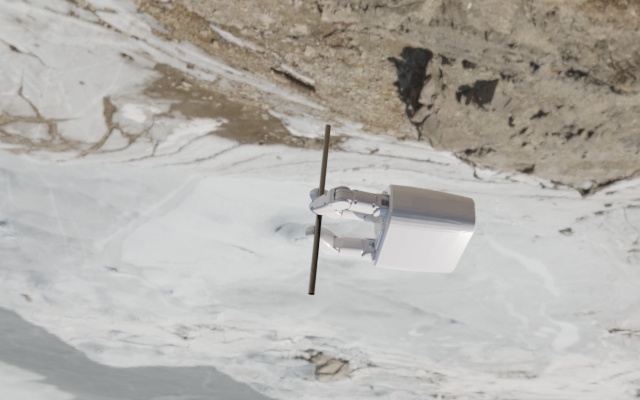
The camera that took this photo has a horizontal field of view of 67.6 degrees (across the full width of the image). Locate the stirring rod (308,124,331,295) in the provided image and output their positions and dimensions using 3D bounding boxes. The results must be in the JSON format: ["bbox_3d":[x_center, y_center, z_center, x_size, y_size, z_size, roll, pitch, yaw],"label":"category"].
[{"bbox_3d":[0.000,0.002,0.602,0.011,0.239,0.011,4,-29,2],"label":"stirring rod"}]
